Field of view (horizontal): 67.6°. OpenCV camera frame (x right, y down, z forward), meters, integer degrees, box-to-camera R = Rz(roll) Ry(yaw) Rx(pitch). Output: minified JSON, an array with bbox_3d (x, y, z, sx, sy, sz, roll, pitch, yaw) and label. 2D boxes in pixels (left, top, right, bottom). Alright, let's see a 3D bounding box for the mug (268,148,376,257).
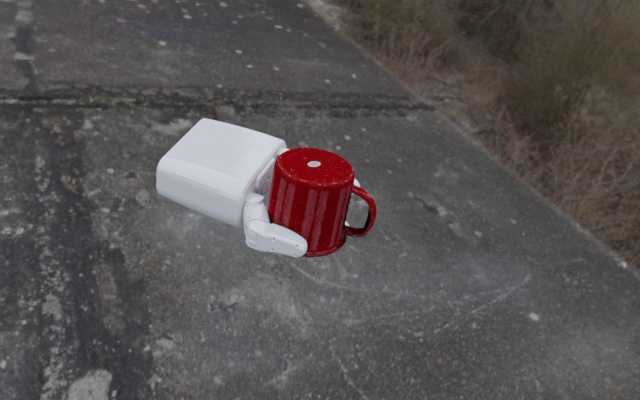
[{"bbox_3d":[0.001,0.002,0.489,0.117,0.081,0.093,18,32,11],"label":"mug"}]
